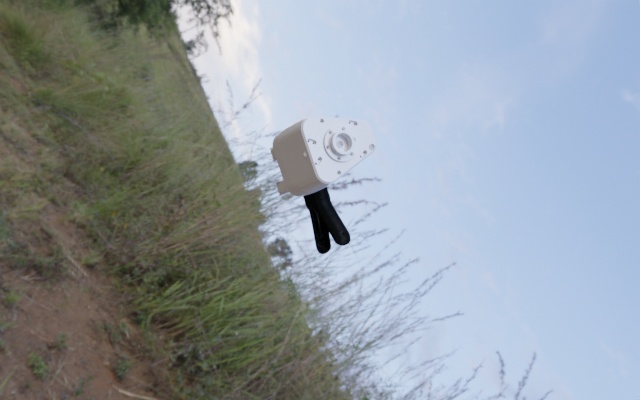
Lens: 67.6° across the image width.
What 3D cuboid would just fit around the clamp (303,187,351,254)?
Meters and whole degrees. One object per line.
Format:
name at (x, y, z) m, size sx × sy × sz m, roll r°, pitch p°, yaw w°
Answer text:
clamp at (0.001, 0.002, 0.748) m, size 0.039 × 0.171 × 0.120 m, roll -19°, pitch 2°, yaw -25°
